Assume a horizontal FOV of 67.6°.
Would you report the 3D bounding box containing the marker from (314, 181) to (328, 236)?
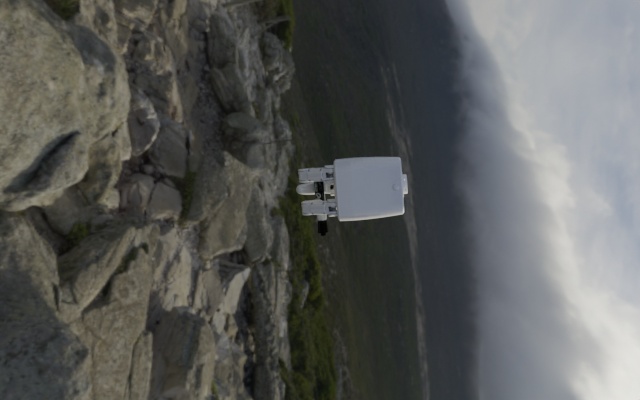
[{"bbox_3d":[0.000,0.003,0.845,0.020,0.121,0.020,-5,7,1],"label":"marker"}]
